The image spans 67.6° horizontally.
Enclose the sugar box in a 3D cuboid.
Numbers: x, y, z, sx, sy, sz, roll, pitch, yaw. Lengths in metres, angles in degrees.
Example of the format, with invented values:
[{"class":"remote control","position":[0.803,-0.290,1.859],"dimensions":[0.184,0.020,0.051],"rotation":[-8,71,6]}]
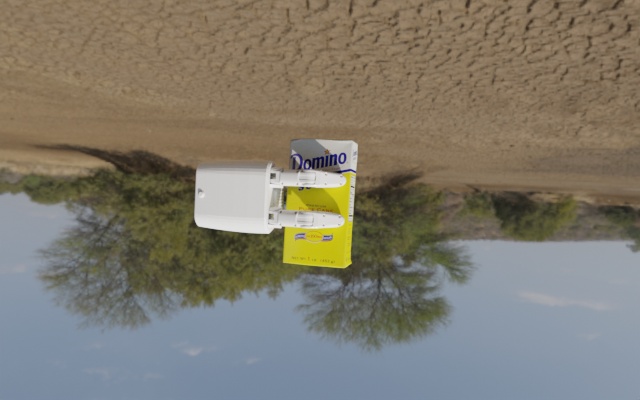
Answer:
[{"class":"sugar box","position":[0.000,0.002,0.675],"dimensions":[0.093,0.176,0.048],"rotation":[3,2,14]}]
